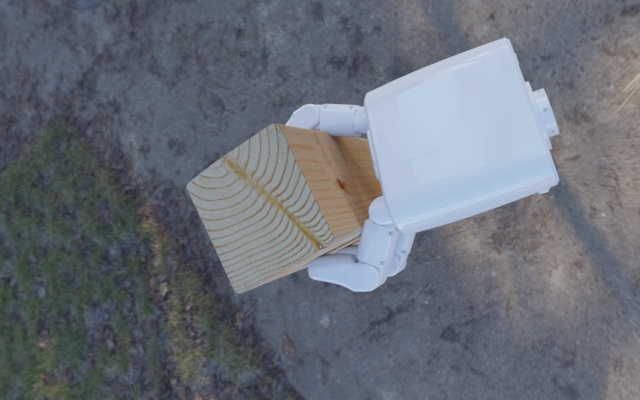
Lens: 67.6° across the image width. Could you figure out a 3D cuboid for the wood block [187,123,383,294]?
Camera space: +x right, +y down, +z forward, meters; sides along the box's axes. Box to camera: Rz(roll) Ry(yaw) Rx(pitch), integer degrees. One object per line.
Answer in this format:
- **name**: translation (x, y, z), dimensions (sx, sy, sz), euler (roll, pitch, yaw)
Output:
- **wood block**: translation (0.000, 0.001, 0.413), dimensions (0.090, 0.091, 0.206), euler (-31, -10, 24)
